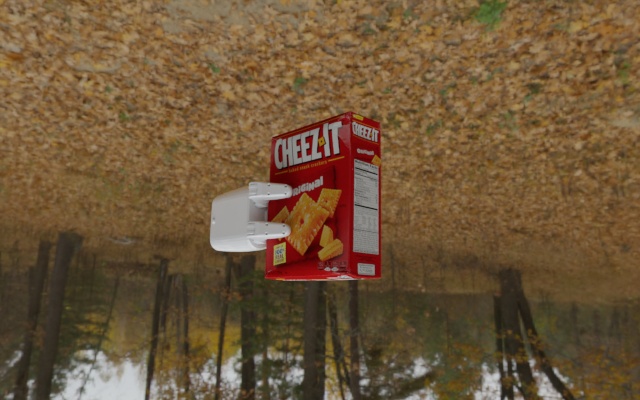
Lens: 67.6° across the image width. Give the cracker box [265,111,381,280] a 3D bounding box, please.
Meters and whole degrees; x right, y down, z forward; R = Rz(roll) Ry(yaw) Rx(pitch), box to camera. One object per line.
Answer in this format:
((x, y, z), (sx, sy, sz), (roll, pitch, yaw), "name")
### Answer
((0.000, 0.002, 0.663), (0.164, 0.213, 0.072), (-10, -15, 43), "cracker box")
